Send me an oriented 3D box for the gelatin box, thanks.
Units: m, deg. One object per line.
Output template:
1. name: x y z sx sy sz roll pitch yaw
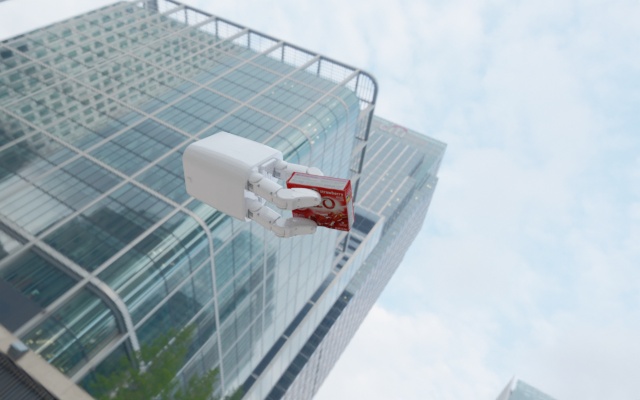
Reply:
1. gelatin box: 0.001 0.002 0.667 0.089 0.073 0.030 9 41 21
